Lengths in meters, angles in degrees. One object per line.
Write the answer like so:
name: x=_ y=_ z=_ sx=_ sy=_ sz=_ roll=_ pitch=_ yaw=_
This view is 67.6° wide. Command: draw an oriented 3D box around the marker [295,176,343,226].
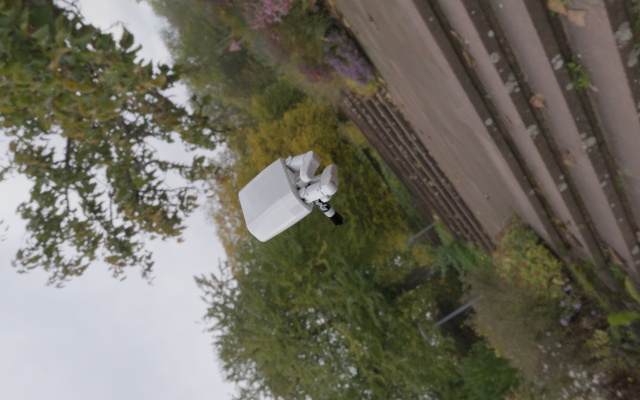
marker: x=0.000 y=0.003 z=0.825 sx=0.020 sy=0.020 sz=0.121 roll=0 pitch=-39 yaw=51
